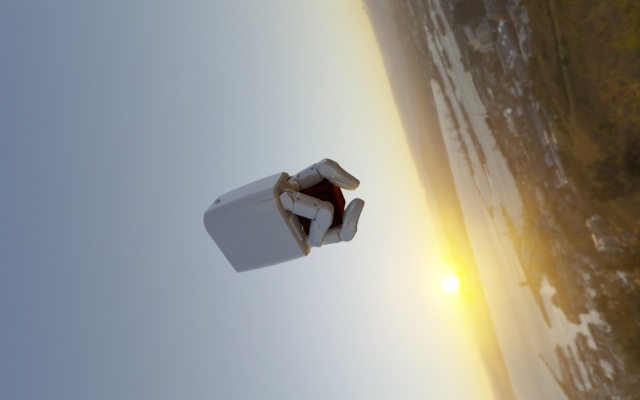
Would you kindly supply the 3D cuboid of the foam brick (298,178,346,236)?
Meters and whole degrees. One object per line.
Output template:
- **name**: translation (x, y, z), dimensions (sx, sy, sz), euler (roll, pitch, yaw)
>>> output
- **foam brick**: translation (0.000, 0.002, 0.644), dimensions (0.051, 0.053, 0.078), euler (-18, 18, 14)
